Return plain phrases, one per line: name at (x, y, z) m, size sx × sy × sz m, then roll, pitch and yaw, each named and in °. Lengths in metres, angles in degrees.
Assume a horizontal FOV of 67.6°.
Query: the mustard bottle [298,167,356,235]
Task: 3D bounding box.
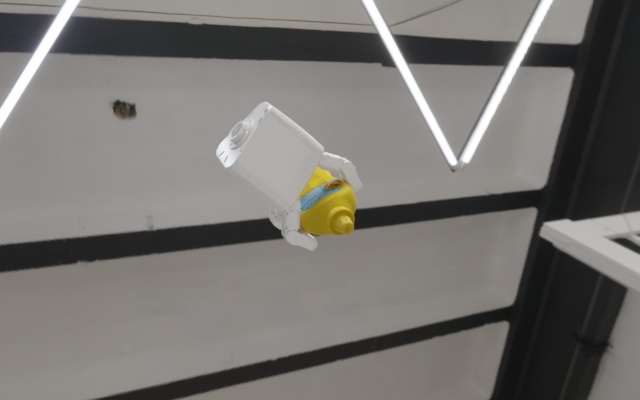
mustard bottle at (0.000, 0.003, 0.727) m, size 0.096 × 0.058 × 0.191 m, roll -30°, pitch 31°, yaw -10°
